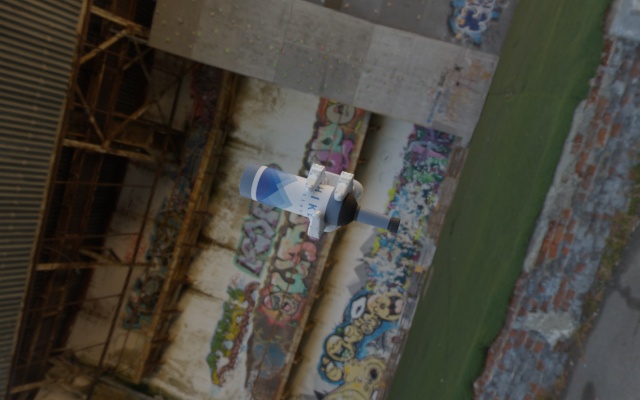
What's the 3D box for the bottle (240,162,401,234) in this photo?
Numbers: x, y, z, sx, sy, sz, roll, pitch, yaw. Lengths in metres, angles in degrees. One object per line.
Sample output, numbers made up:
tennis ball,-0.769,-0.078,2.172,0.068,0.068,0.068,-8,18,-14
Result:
bottle,0.000,0.003,0.871,0.295,0.069,0.069,17,3,11
